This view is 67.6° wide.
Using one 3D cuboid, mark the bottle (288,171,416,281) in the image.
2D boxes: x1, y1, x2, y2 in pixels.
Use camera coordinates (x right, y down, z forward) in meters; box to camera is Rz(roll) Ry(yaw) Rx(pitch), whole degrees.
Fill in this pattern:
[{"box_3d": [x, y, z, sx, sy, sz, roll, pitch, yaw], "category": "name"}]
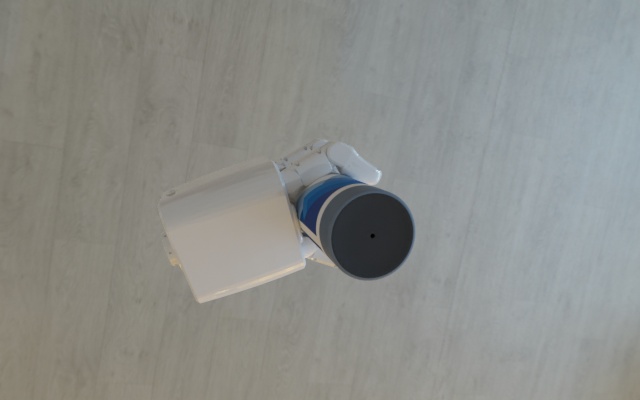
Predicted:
[{"box_3d": [0.000, 0.002, 0.477, 0.069, 0.069, 0.295, 0, 9, -15], "category": "bottle"}]
